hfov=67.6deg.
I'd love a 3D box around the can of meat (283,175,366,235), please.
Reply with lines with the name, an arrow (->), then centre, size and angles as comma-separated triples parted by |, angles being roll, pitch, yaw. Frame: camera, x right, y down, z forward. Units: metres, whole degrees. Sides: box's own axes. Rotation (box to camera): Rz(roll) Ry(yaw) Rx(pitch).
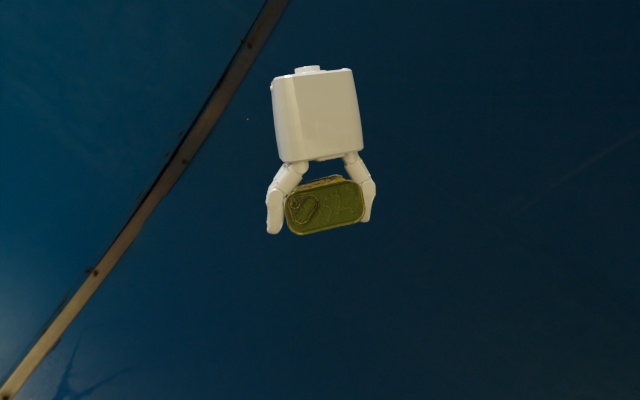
can of meat -> 0.000, 0.002, 0.641 | 0.102, 0.057, 0.084 | -13, 12, -6
